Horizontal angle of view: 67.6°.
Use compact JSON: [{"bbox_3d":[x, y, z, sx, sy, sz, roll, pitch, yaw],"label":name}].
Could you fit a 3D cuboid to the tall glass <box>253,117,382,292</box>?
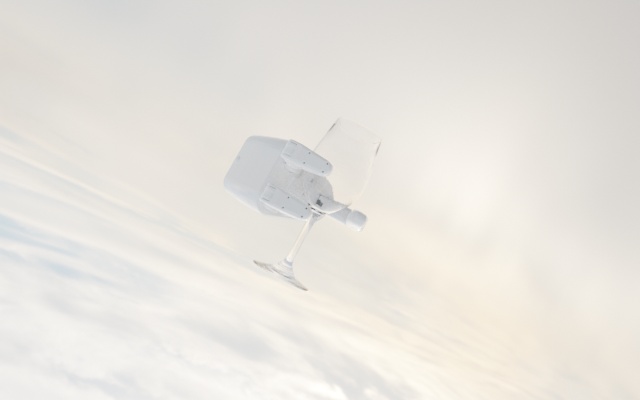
[{"bbox_3d":[0.000,0.003,0.571,0.079,0.201,0.079,29,-5,3],"label":"tall glass"}]
